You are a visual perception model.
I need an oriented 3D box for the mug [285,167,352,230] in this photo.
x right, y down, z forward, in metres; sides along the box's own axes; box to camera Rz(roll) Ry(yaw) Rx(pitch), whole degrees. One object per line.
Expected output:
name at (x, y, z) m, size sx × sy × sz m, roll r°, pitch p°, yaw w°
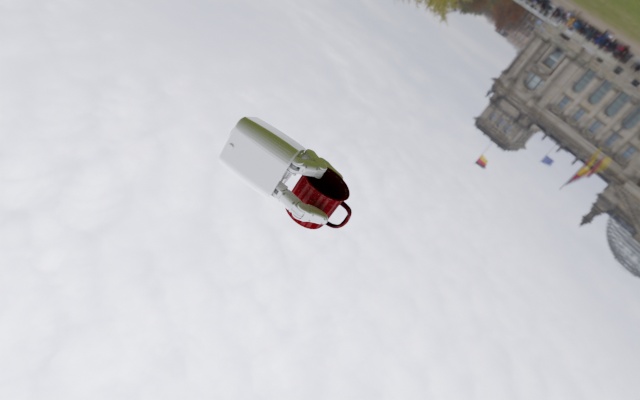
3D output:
mug at (0.001, 0.004, 0.824) m, size 0.117 × 0.081 × 0.093 m, roll 37°, pitch 31°, yaw 2°
